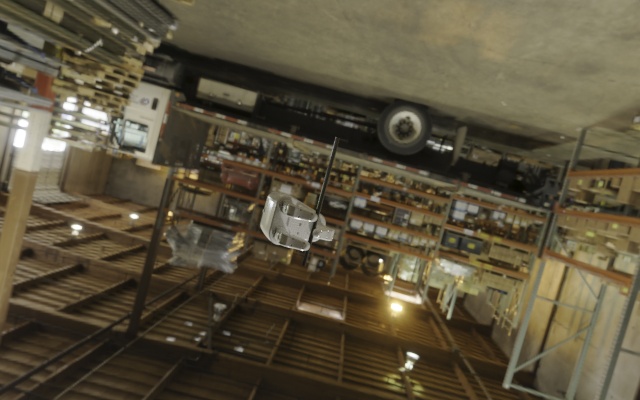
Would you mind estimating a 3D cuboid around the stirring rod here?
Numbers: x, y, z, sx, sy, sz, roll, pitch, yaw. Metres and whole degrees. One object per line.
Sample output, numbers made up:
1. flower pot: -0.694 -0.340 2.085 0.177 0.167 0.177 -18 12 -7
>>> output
1. stirring rod: 0.000 0.003 0.865 0.011 0.239 0.011 15 3 -1
